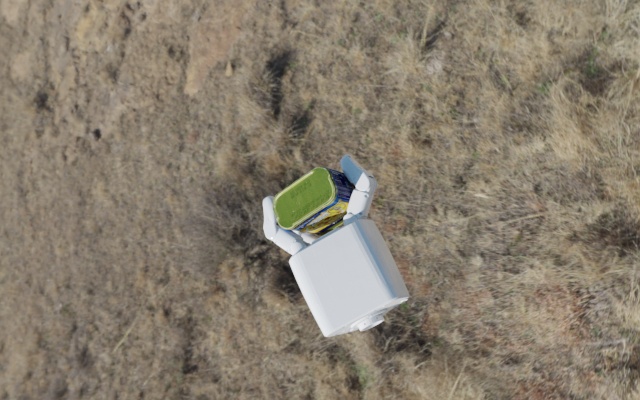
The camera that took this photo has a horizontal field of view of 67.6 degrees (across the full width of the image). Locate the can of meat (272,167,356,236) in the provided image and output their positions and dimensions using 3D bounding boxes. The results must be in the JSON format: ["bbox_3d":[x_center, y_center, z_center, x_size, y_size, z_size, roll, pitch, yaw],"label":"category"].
[{"bbox_3d":[0.000,0.002,0.626,0.102,0.057,0.084,-34,-23,26],"label":"can of meat"}]
